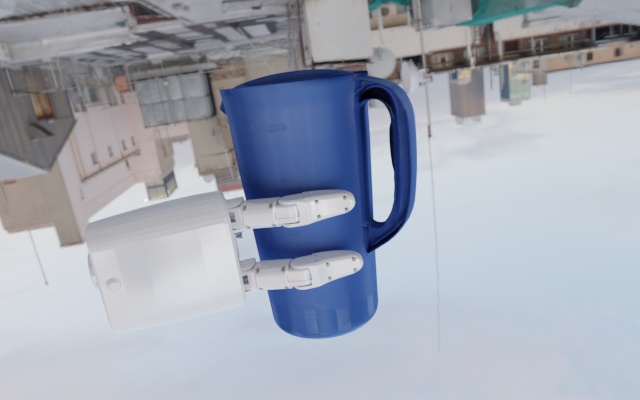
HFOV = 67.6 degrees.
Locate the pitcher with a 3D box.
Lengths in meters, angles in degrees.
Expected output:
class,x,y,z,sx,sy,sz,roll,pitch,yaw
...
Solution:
class,x,y,z,sx,sy,sz,roll,pitch,yaw
pitcher,0.000,0.002,0.450,0.145,0.243,0.149,-13,16,-17
